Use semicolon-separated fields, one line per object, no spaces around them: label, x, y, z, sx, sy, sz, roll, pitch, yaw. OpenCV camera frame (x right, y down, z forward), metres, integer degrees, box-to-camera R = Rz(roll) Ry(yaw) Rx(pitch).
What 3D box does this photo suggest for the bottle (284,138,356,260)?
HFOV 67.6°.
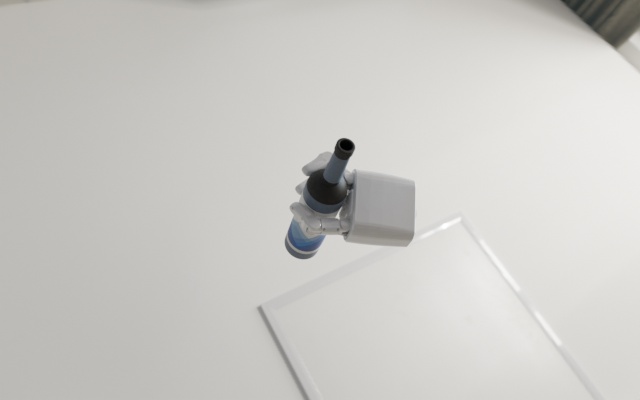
bottle;0.000;0.003;0.771;0.069;0.069;0.296;0;-32;-16
